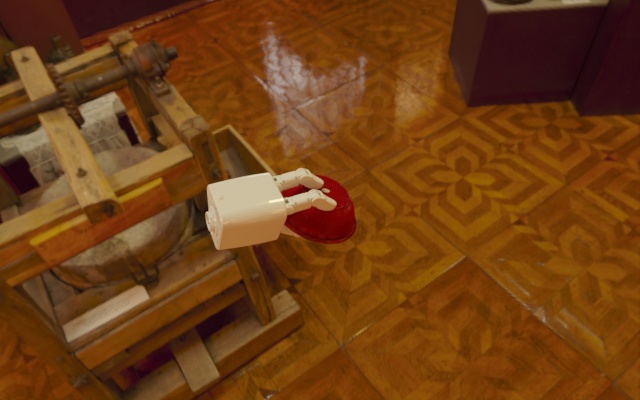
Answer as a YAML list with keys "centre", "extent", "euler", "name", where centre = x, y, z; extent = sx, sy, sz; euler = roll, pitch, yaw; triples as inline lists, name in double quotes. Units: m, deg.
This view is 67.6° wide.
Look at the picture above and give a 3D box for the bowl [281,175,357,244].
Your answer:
- centre: [0.001, 0.002, 0.866]
  extent: [0.162, 0.055, 0.162]
  euler: [16, 36, -12]
  name: "bowl"
